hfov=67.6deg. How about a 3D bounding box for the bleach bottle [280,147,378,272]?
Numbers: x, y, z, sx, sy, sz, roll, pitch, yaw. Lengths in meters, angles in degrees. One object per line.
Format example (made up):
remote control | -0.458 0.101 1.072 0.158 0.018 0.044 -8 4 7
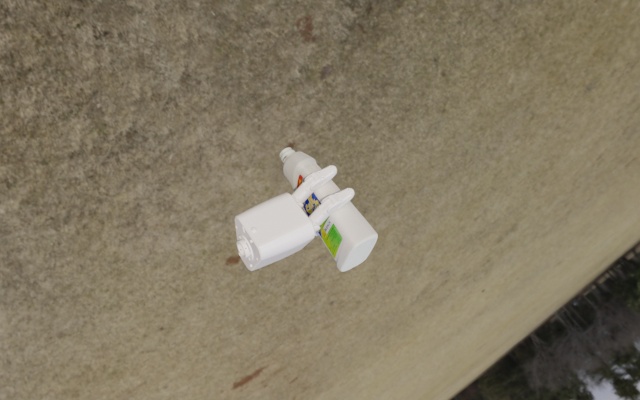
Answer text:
bleach bottle | 0.000 0.003 0.880 0.068 0.250 0.103 -23 -29 -30
